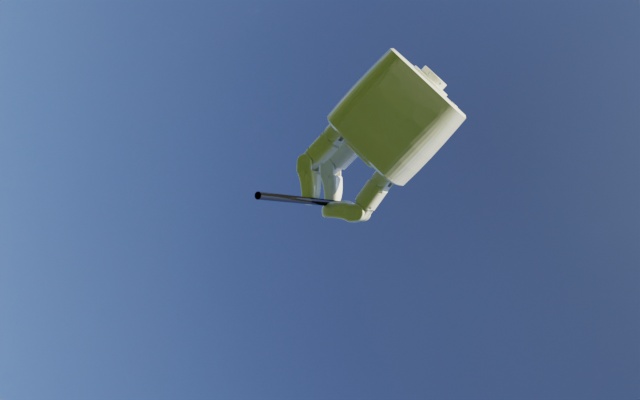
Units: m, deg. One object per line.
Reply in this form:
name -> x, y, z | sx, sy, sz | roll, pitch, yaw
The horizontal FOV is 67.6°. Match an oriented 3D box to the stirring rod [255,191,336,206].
stirring rod -> 0.000, 0.002, 0.566 | 0.011, 0.011, 0.239 | 0, -3, 30
